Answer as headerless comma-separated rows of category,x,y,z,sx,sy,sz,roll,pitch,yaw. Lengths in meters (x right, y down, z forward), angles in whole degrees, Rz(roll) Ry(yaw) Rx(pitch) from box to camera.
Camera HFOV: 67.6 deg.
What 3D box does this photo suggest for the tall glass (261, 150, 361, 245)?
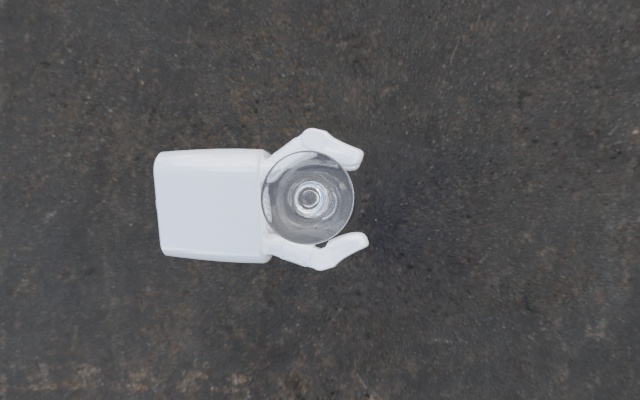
tall glass,0.000,0.002,0.471,0.079,0.079,0.201,0,-2,7
